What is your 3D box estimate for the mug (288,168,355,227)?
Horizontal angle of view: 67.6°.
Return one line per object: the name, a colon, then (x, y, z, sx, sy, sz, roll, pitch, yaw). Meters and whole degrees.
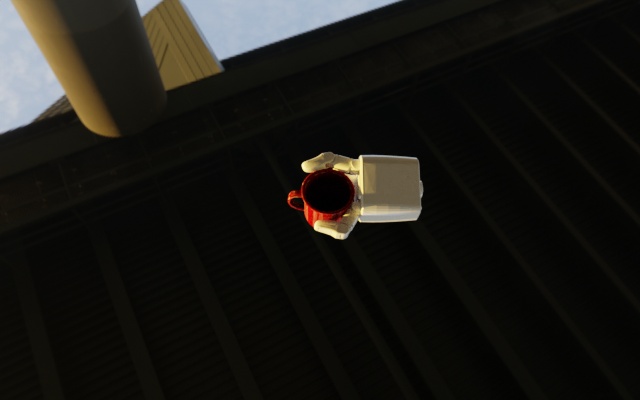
mug: (-0.001, 0.003, 0.859, 0.117, 0.093, 0.081, 1, -30, -2)
